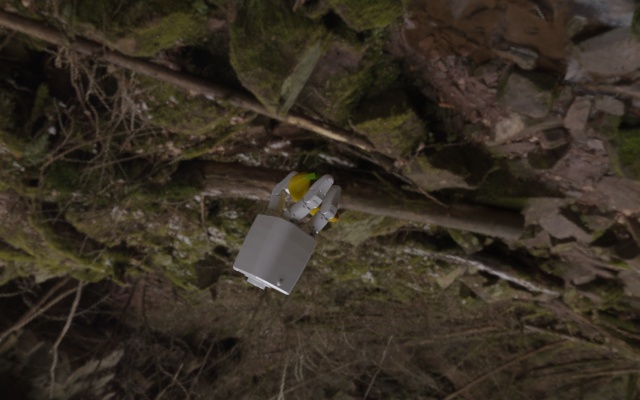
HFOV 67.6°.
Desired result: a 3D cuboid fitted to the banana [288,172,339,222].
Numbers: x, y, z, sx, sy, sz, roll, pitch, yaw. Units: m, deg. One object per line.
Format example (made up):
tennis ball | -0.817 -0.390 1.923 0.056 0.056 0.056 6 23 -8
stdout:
banana | -0.017 -0.004 0.870 0.069 0.037 0.198 19 -16 20
